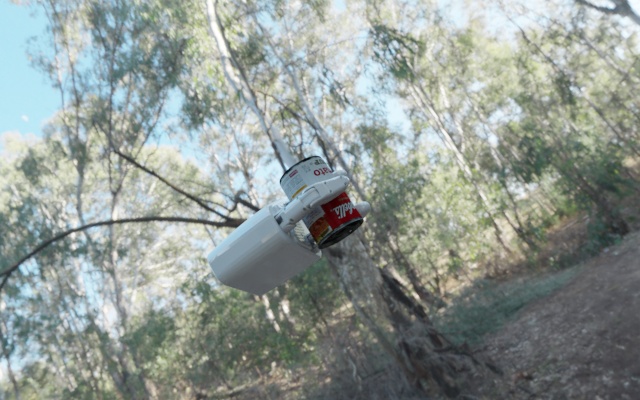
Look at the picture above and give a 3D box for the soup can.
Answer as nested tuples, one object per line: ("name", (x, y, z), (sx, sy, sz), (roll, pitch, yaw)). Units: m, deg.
("soup can", (0.000, 0.001, 0.613), (0.068, 0.102, 0.068), (-30, -16, -10))
